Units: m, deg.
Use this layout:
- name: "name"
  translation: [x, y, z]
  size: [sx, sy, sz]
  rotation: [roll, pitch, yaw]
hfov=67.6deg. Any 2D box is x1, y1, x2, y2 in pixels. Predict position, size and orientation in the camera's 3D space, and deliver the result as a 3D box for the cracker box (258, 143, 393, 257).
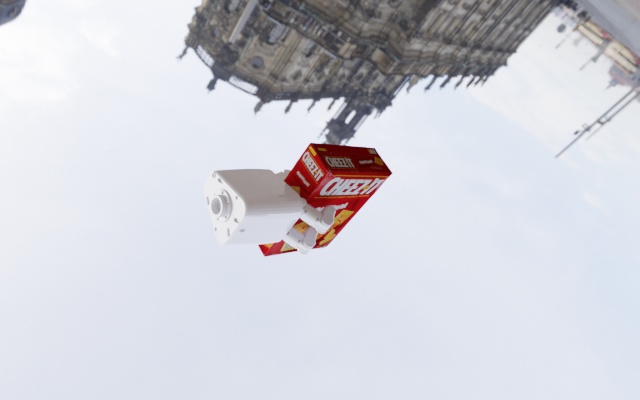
- name: "cracker box"
  translation: [0.000, 0.003, 0.828]
  size: [0.164, 0.072, 0.214]
  rotation: [-3, -38, -46]
